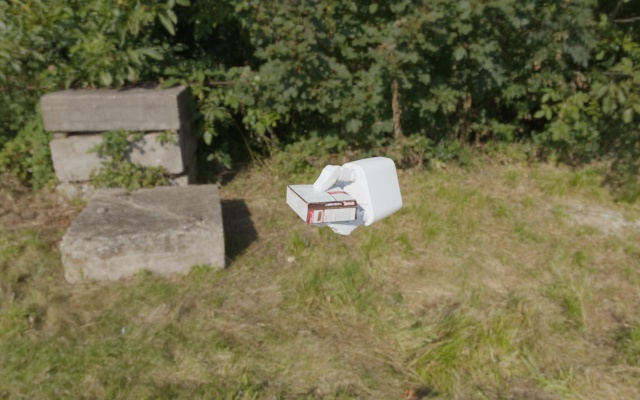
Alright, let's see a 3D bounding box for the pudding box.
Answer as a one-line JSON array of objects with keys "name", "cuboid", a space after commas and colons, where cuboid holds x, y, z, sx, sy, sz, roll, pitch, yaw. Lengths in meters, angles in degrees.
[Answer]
[{"name": "pudding box", "cuboid": [0.000, 0.002, 0.807, 0.090, 0.039, 0.113, -4, 17, -20]}]
